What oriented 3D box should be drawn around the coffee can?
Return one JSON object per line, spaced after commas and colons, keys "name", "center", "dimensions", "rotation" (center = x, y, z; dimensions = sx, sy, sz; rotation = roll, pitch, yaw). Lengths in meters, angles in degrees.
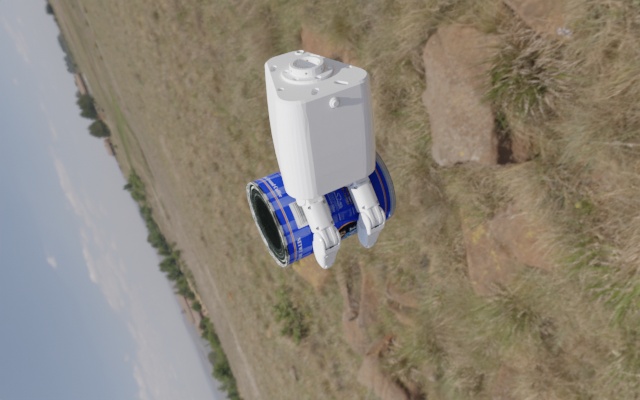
{"name": "coffee can", "center": [0.000, 0.002, 0.551], "dimensions": [0.140, 0.103, 0.103], "rotation": [-23, 8, -19]}
